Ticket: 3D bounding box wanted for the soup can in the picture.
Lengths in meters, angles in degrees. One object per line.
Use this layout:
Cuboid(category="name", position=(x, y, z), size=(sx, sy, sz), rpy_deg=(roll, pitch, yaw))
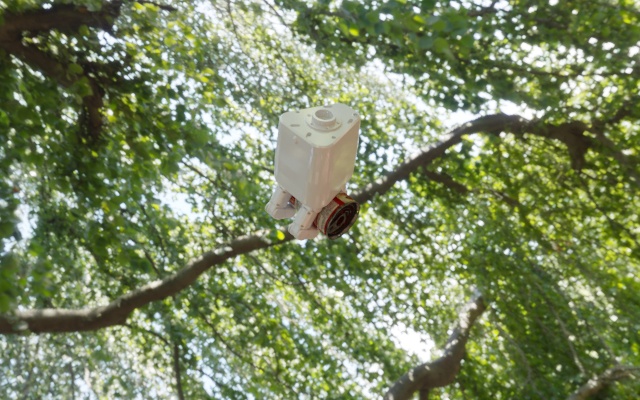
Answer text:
Cuboid(category="soup can", position=(0.000, 0.003, 0.722), size=(0.102, 0.068, 0.068), rpy_deg=(39, 22, 29))
